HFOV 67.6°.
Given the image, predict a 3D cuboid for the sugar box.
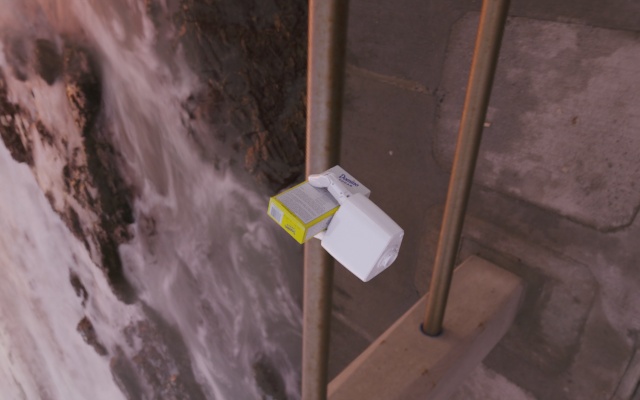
[{"bbox_3d":[0.000,0.003,0.871,0.176,0.048,0.093,-26,56,-40],"label":"sugar box"}]
